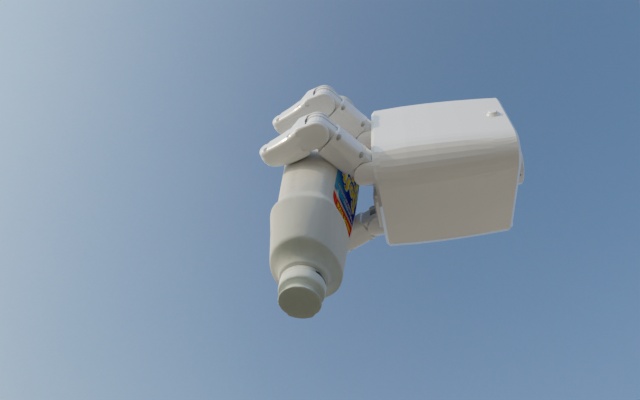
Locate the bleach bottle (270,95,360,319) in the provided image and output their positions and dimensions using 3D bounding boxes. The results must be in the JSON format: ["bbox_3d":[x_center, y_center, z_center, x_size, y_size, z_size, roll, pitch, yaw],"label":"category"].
[{"bbox_3d":[0.000,0.001,0.406,0.068,0.103,0.250,-7,33,11],"label":"bleach bottle"}]
